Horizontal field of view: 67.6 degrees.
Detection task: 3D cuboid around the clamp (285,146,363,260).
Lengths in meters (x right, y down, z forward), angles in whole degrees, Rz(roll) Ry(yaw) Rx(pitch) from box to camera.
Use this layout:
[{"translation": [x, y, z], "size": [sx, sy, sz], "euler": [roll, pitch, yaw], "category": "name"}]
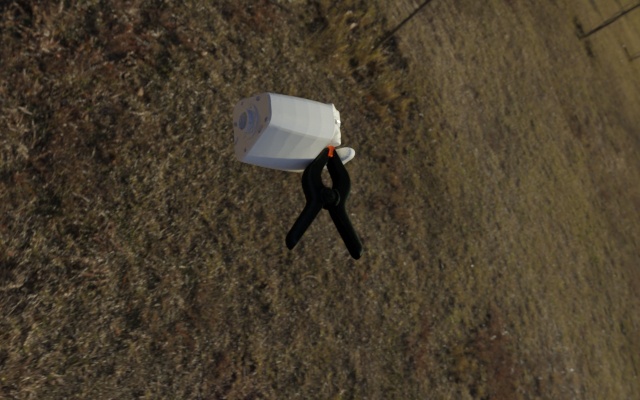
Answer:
[{"translation": [0.001, 0.002, 0.691], "size": [0.120, 0.171, 0.039], "euler": [5, -21, -34], "category": "clamp"}]
